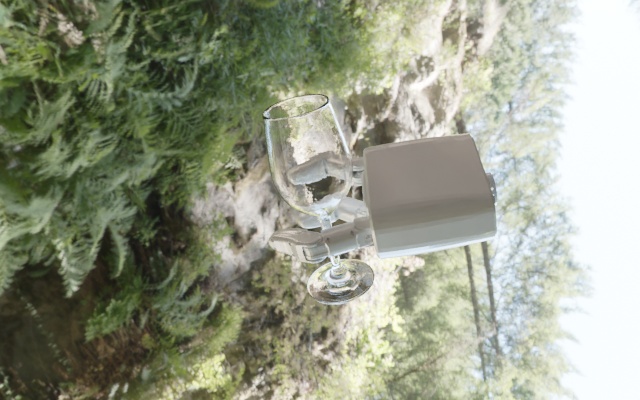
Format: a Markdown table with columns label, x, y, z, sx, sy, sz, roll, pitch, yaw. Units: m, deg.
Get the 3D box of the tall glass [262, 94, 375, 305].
| label | x | y | z | sx | sy | sz | roll | pitch | yaw |
| --- | --- | --- | --- | --- | --- | --- | --- | --- | --- |
| tall glass | 0.000 | 0.002 | 0.469 | 0.079 | 0.201 | 0.079 | -12 | 28 | 6 |
